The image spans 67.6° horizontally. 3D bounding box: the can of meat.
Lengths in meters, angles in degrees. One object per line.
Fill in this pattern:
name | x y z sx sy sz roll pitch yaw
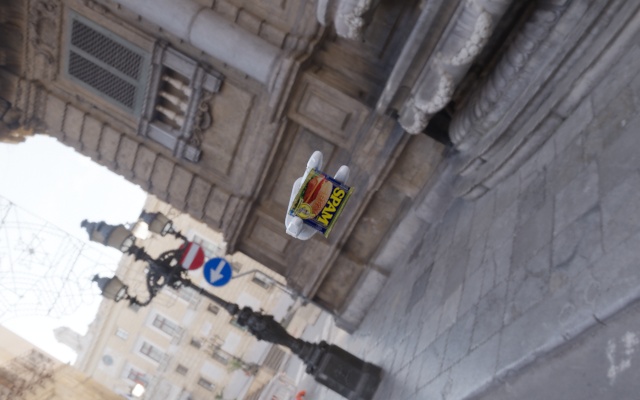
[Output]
can of meat | 0.000 0.003 0.856 0.084 0.102 0.057 29 -5 4
